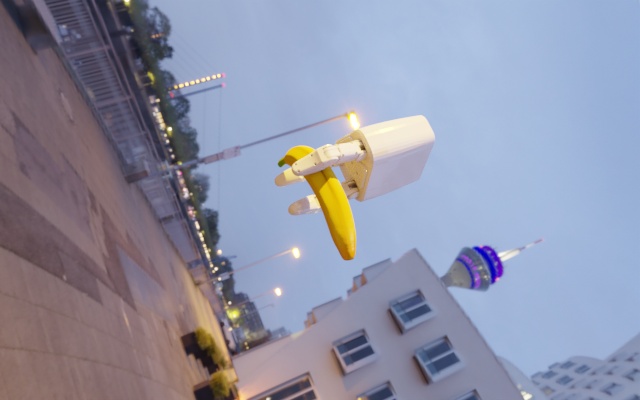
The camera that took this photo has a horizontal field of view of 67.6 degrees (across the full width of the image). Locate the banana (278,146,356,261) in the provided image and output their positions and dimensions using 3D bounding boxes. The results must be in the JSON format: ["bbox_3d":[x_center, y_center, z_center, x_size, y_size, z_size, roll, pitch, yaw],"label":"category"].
[{"bbox_3d":[0.001,-0.013,0.635,0.037,0.197,0.070,-16,-37,-25],"label":"banana"}]
